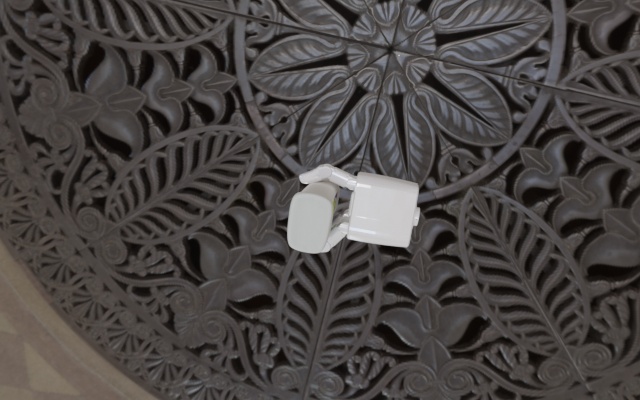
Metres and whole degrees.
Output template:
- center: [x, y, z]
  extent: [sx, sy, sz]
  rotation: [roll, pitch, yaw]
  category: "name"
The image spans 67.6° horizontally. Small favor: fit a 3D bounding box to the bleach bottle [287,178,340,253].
- center: [0.000, 0.003, 0.854]
  extent: [0.068, 0.102, 0.250]
  rotation: [11, 18, 5]
  category: "bleach bottle"
